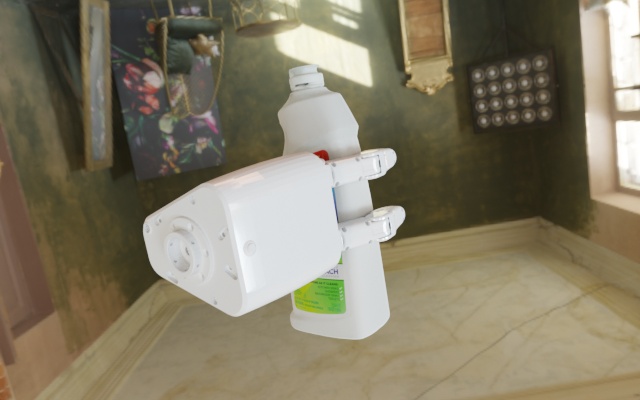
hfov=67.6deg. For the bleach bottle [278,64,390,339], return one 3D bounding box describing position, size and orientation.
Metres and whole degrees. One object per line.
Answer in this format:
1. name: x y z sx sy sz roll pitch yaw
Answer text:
1. bleach bottle: 0.000 0.002 0.459 0.102 0.251 0.068 -2 13 39
